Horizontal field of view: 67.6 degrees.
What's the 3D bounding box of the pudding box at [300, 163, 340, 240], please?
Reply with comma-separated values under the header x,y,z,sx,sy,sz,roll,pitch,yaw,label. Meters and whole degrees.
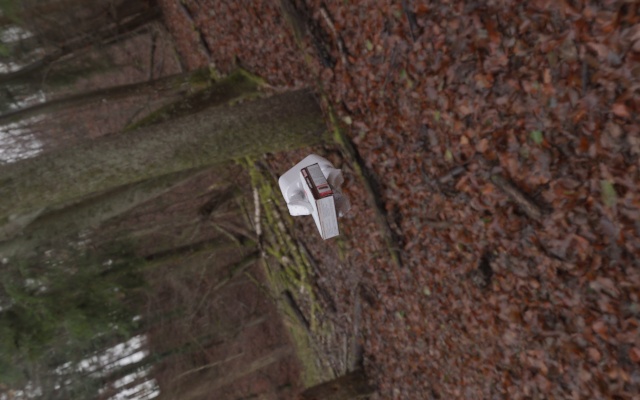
x,y,z,sx,sy,sz,roll,pitch,yaw,label
0.000,0.003,0.868,0.039,0.114,0.090,-21,48,-7,pudding box
